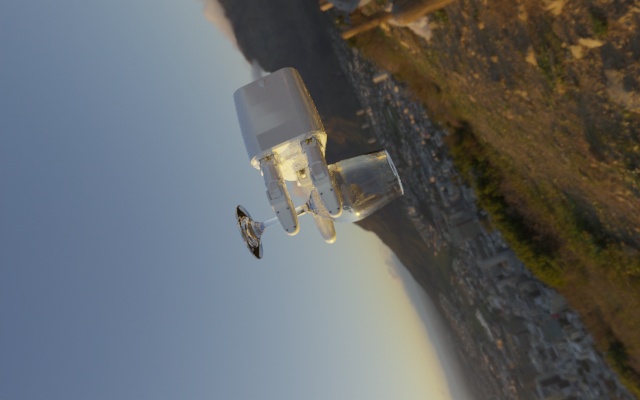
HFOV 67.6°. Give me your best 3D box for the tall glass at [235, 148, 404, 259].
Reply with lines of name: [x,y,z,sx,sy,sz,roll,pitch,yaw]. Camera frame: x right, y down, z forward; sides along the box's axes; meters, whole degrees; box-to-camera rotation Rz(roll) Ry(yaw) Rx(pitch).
tall glass: [0.000,0.002,0.598,0.201,0.079,0.079,-23,-3,6]
